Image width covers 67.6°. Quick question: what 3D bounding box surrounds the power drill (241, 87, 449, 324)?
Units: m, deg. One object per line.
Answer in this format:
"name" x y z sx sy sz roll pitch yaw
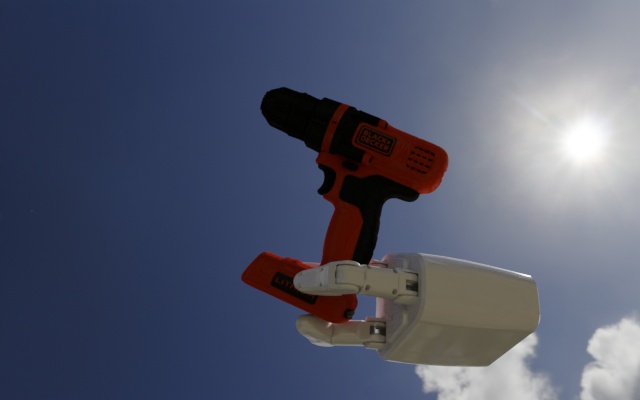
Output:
"power drill" 0.000 0.002 0.437 0.184 0.187 0.057 24 -3 12
